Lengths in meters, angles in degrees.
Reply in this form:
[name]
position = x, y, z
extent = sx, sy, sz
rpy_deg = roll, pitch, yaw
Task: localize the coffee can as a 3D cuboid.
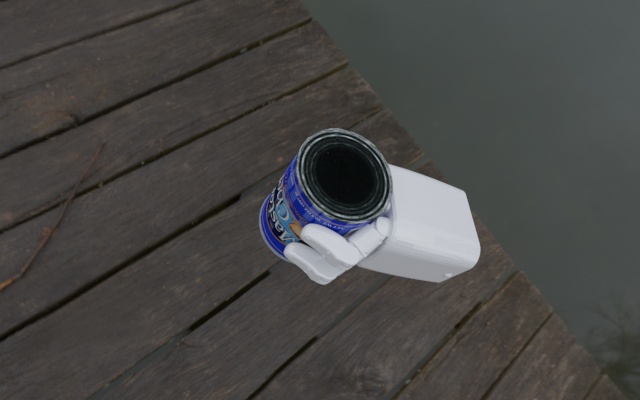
[coffee can]
position = 0.000, 0.002, 0.520
extent = 0.103, 0.102, 0.140
rpy_deg = 0, -23, -23
